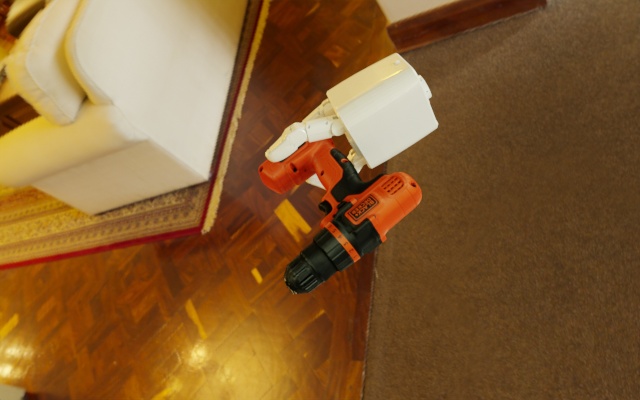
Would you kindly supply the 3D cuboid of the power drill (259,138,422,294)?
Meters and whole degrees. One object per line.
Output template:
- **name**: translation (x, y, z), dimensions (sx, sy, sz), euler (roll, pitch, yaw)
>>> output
- **power drill**: translation (0.000, 0.001, 0.578), dimensions (0.187, 0.184, 0.057), euler (46, -9, 40)
